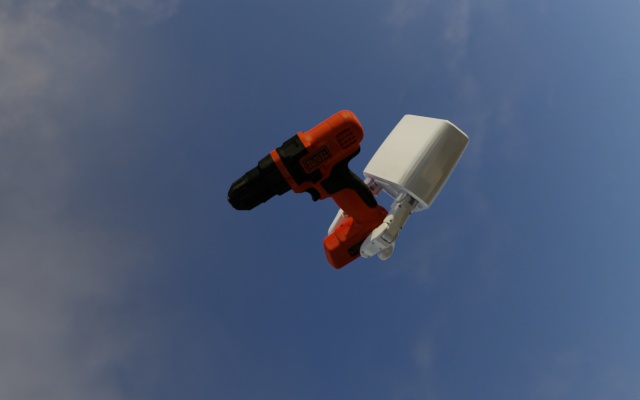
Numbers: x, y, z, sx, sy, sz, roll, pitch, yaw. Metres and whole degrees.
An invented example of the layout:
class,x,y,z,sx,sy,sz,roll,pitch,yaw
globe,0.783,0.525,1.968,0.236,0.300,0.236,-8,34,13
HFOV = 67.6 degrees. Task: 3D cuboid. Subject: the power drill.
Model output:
class,x,y,z,sx,sy,sz,roll,pitch,yaw
power drill,0.001,0.002,0.612,0.184,0.188,0.057,-32,34,3
